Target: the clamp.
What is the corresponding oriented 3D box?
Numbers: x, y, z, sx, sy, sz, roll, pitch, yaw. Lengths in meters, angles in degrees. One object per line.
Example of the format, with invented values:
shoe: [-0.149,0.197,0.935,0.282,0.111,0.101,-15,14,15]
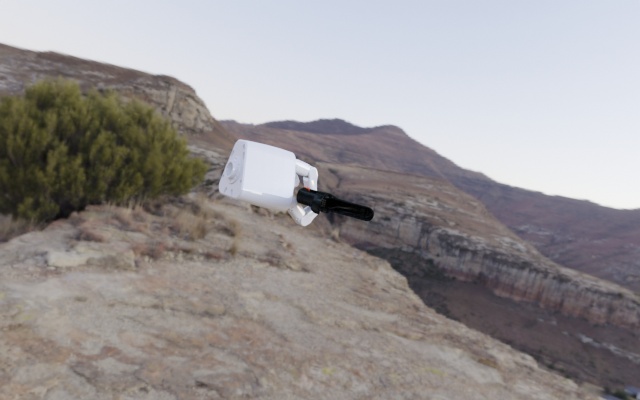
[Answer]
clamp: [0.000,0.002,0.852,0.120,0.039,0.171,15,1,-39]
